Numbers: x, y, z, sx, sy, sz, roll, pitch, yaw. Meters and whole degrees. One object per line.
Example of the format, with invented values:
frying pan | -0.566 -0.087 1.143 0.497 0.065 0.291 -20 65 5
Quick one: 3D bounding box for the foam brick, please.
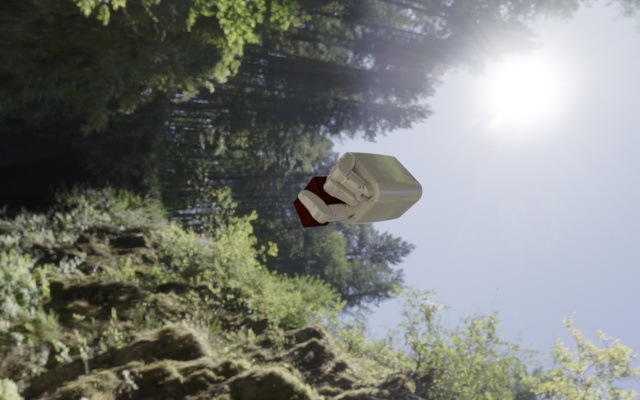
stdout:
foam brick | 0.000 0.003 0.793 0.051 0.053 0.078 -3 -31 -36
